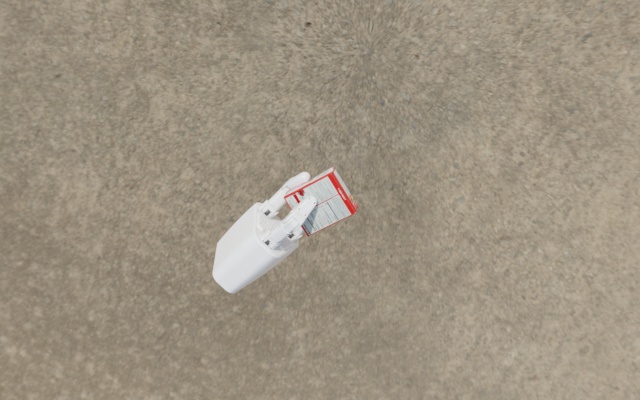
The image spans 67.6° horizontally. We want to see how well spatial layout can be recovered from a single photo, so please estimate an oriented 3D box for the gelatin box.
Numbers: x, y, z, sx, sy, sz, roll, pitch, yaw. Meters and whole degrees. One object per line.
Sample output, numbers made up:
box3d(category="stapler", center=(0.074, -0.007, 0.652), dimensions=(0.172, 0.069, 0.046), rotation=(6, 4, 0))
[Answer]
box3d(category="gelatin box", center=(0.000, 0.002, 0.717), dimensions=(0.089, 0.073, 0.030), rotation=(-27, 15, 20))
